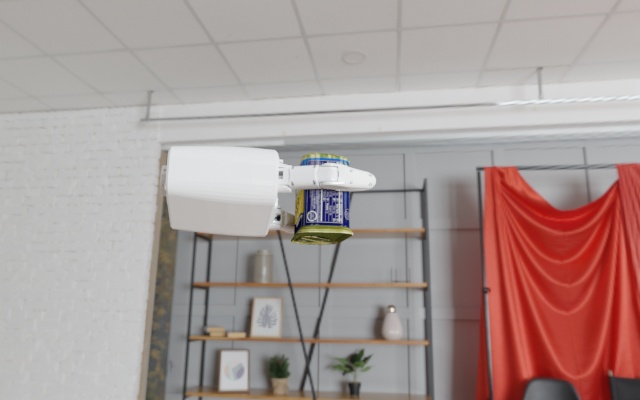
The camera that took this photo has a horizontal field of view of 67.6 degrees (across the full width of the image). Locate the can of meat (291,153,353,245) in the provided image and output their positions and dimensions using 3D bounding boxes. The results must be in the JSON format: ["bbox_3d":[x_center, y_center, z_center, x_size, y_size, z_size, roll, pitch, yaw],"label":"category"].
[{"bbox_3d":[0.000,0.001,0.530,0.057,0.084,0.102,2,-12,-9],"label":"can of meat"}]
